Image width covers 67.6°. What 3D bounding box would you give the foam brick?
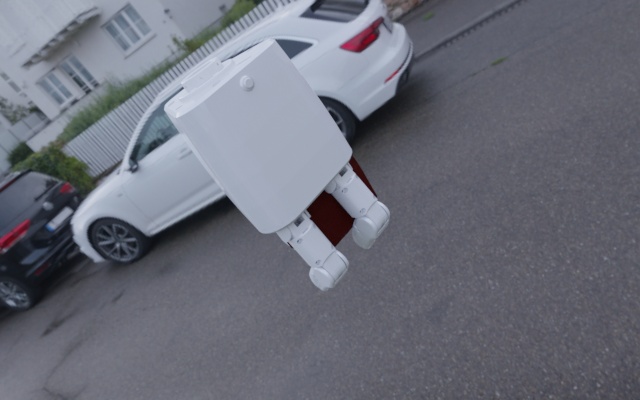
[{"bbox_3d":[0.000,0.001,0.414,0.053,0.051,0.078,6,47,52],"label":"foam brick"}]
